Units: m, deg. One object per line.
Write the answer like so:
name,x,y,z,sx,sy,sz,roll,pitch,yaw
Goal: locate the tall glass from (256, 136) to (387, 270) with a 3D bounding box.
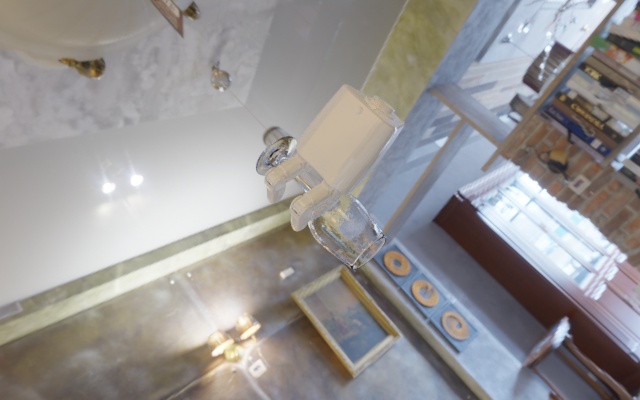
tall glass,0.000,0.002,0.658,0.201,0.079,0.079,47,21,21
